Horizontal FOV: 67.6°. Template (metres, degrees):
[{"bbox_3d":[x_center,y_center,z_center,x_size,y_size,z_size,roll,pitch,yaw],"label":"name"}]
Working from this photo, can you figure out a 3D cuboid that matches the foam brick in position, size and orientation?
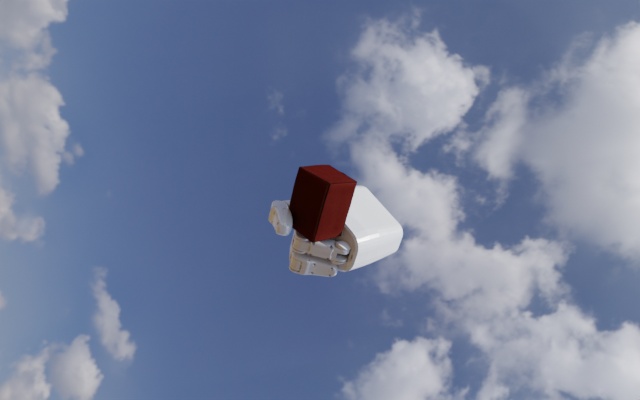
[{"bbox_3d":[0.000,0.002,0.572,0.051,0.078,0.053,-9,33,-44],"label":"foam brick"}]
